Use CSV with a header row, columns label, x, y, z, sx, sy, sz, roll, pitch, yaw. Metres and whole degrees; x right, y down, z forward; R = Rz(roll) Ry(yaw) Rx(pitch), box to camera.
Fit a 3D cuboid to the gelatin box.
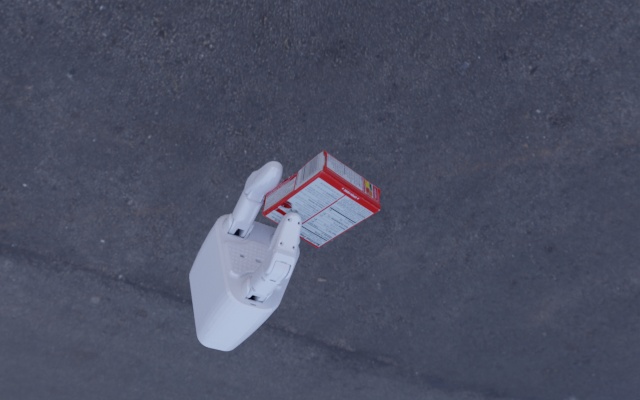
label,x,y,z,sx,sy,sz,roll,pitch,yaw
gelatin box,0.000,0.002,0.449,0.073,0.030,0.089,32,-48,-29
